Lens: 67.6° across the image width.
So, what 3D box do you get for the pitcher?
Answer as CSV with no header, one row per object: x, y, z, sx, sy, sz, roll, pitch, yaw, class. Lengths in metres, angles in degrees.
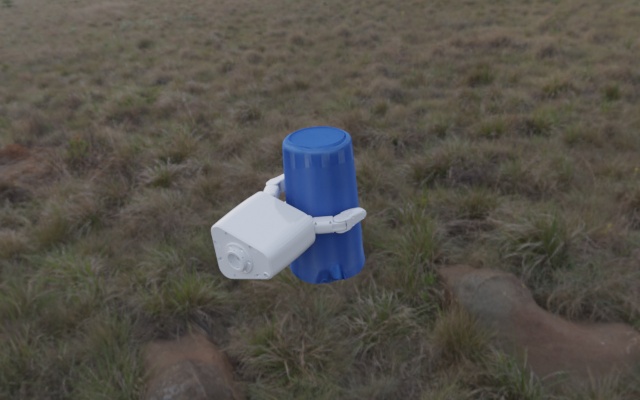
0.000,0.003,0.798,0.149,0.243,0.145,14,34,31,pitcher
